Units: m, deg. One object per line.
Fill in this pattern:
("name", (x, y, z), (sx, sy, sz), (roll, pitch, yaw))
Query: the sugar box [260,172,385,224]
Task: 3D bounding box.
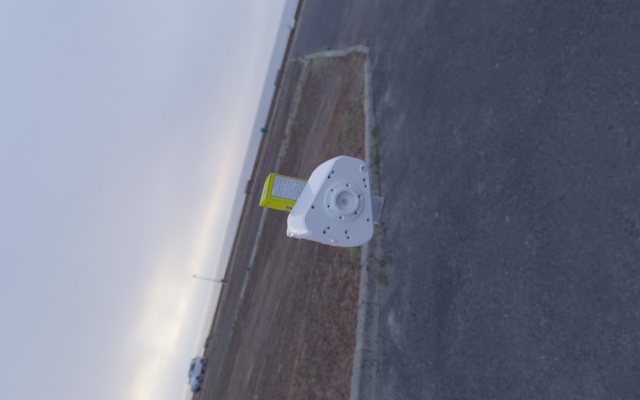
("sugar box", (0.000, 0.003, 0.732), (0.176, 0.048, 0.093), (14, -10, -10))
